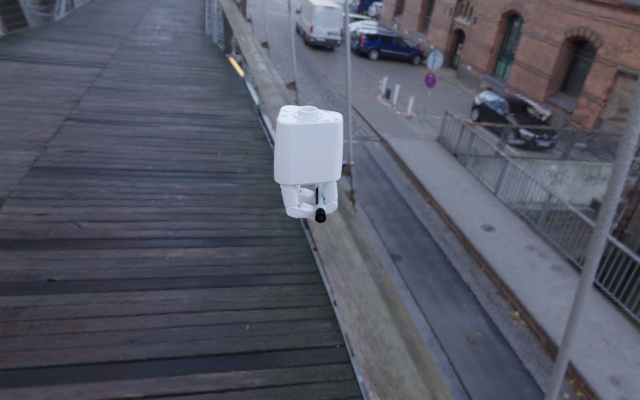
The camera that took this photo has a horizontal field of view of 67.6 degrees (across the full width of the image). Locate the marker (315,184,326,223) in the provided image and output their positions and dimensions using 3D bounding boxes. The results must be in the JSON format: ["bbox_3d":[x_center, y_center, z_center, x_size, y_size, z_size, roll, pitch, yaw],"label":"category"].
[{"bbox_3d":[0.000,0.003,0.826,0.020,0.020,0.121,0,29,0],"label":"marker"}]
